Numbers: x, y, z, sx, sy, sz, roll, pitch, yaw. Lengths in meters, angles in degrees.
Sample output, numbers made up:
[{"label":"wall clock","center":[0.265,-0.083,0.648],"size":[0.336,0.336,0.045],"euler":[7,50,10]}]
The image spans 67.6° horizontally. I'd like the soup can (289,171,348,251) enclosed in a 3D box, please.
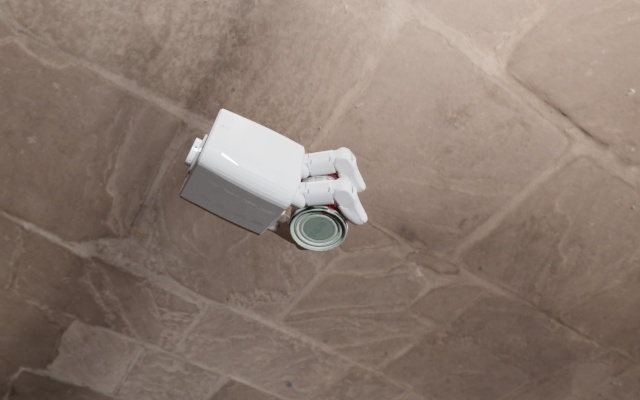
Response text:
[{"label":"soup can","center":[0.000,0.002,0.572],"size":[0.068,0.069,0.102],"euler":[0,39,4]}]
